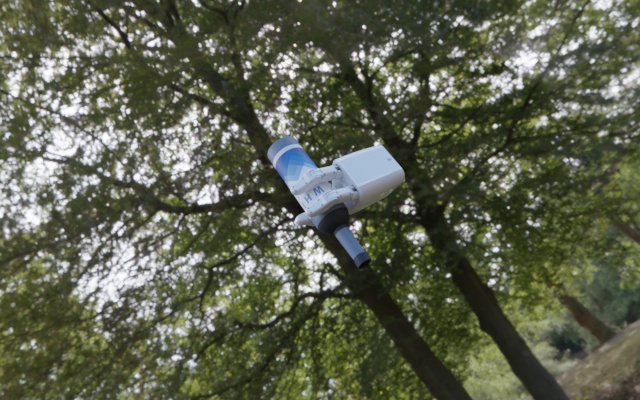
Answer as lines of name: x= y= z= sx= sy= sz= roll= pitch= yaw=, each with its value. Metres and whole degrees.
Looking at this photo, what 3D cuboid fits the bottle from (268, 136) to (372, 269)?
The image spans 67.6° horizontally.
bottle: x=0.000 y=0.003 z=0.885 sx=0.069 sy=0.295 sz=0.069 roll=-27 pitch=-28 yaw=-16
